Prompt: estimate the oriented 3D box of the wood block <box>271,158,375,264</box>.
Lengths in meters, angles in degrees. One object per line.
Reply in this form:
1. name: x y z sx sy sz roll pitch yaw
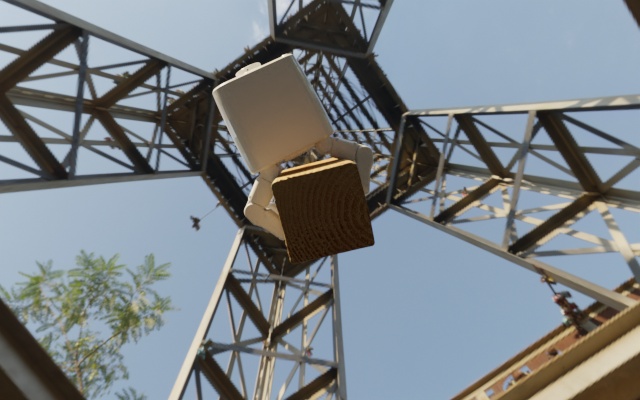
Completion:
1. wood block: 0.000 0.001 0.581 0.091 0.090 0.206 -14 7 0
